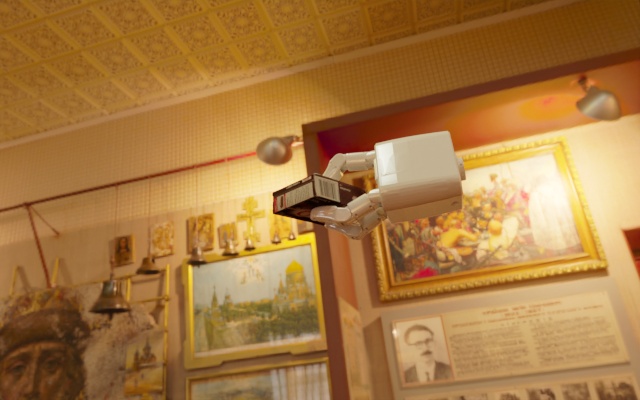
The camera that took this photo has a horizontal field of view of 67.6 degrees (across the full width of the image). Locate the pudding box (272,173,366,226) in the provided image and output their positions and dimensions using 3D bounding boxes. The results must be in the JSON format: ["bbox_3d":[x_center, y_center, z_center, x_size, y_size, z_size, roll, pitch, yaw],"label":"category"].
[{"bbox_3d":[0.000,0.002,0.695,0.090,0.039,0.113,-23,-29,39],"label":"pudding box"}]
